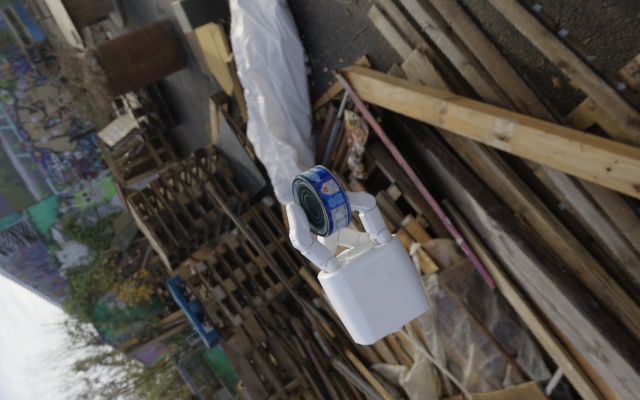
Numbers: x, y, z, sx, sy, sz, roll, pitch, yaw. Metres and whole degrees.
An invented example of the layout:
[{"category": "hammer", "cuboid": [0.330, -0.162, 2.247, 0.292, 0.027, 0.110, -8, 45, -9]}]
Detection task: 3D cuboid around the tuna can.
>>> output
[{"category": "tuna can", "cuboid": [0.000, 0.002, 0.593, 0.033, 0.086, 0.086, -27, 11, -23]}]
